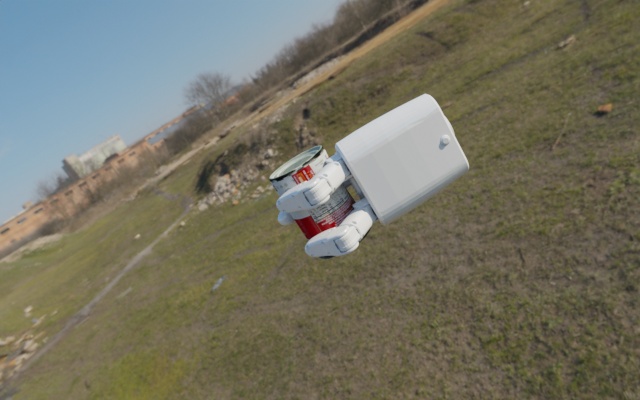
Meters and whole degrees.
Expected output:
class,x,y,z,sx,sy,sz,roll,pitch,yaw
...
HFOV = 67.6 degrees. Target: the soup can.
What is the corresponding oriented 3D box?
class,x,y,z,sx,sy,sz,roll,pitch,yaw
soup can,-0.001,0.002,0.507,0.068,0.102,0.068,-30,15,9
